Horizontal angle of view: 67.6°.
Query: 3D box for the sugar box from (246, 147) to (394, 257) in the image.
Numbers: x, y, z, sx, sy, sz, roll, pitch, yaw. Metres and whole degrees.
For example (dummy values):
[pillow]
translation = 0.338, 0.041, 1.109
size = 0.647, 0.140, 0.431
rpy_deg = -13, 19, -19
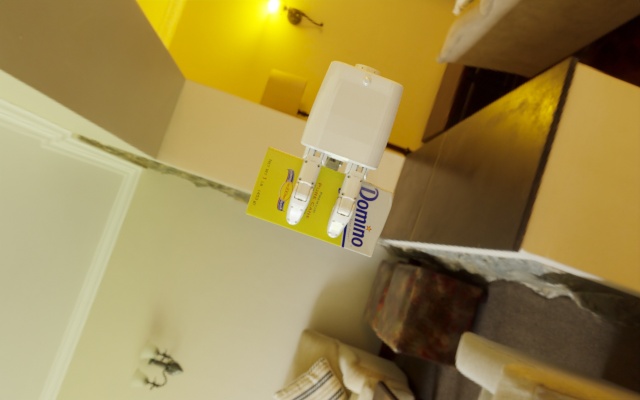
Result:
[sugar box]
translation = 0.000, 0.002, 0.630
size = 0.176, 0.093, 0.048
rpy_deg = 19, 6, -3
